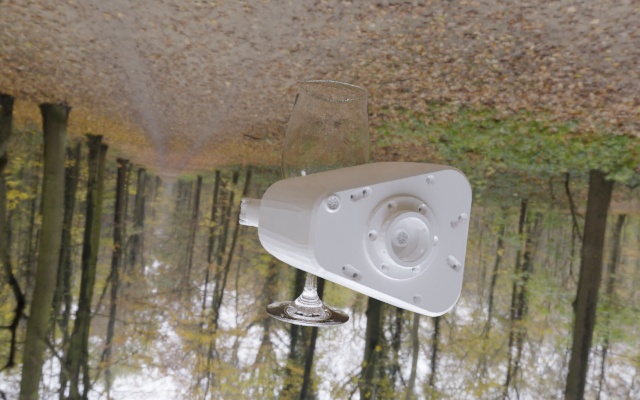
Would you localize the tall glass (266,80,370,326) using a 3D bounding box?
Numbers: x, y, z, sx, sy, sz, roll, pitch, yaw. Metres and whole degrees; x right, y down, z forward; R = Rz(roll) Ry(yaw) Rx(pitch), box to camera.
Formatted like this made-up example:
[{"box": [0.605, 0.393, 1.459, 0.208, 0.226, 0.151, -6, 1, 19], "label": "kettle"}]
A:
[{"box": [0.000, 0.002, 0.420, 0.079, 0.201, 0.079, 6, 0, 0], "label": "tall glass"}]
